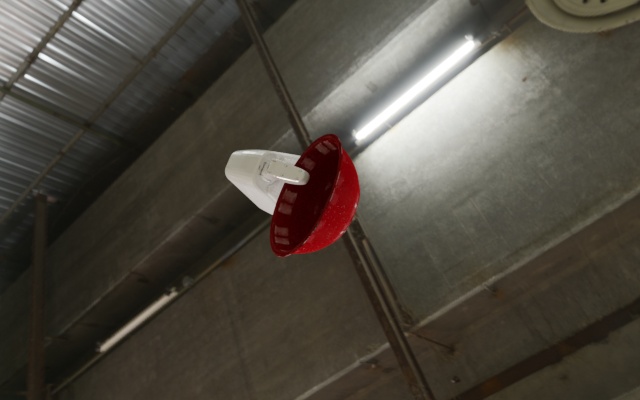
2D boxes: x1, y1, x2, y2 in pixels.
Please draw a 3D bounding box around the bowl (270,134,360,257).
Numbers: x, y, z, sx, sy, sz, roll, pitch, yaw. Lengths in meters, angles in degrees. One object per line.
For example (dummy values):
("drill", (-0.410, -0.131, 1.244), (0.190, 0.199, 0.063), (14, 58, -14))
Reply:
("bowl", (0.001, 0.002, 0.586), (0.055, 0.162, 0.162), (25, -10, -23))
